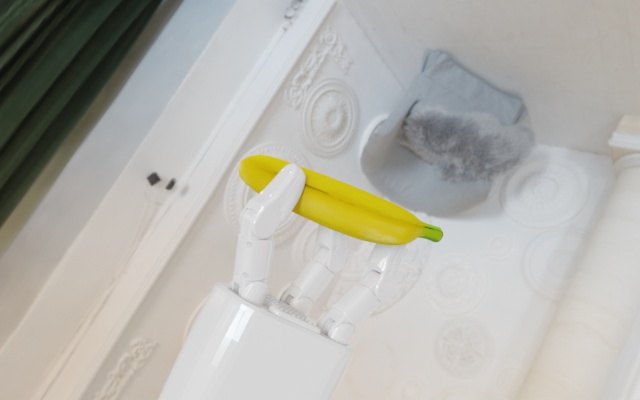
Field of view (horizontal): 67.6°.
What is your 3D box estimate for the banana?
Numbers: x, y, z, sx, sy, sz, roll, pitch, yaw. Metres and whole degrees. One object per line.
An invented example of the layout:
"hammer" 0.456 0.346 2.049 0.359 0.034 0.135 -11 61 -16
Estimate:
"banana" -0.004 -0.002 0.384 0.197 0.037 0.070 23 -4 26
